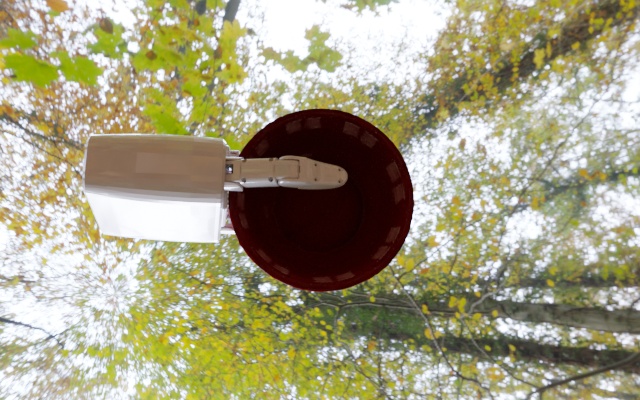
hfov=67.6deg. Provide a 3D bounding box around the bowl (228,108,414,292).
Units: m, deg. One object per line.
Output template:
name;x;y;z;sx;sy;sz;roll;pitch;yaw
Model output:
bowl;0.001;0.002;0.436;0.162;0.162;0.055;0;-11;-3
